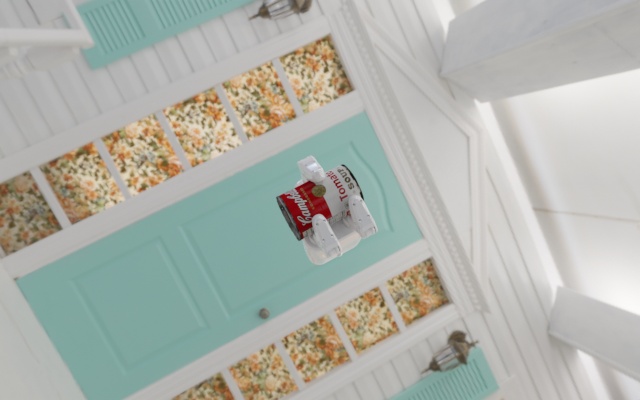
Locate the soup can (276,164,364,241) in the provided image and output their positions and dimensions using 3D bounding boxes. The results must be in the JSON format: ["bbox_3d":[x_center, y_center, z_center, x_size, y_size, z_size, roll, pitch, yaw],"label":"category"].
[{"bbox_3d":[0.000,0.002,0.648,0.102,0.068,0.068,-27,5,-10],"label":"soup can"}]
